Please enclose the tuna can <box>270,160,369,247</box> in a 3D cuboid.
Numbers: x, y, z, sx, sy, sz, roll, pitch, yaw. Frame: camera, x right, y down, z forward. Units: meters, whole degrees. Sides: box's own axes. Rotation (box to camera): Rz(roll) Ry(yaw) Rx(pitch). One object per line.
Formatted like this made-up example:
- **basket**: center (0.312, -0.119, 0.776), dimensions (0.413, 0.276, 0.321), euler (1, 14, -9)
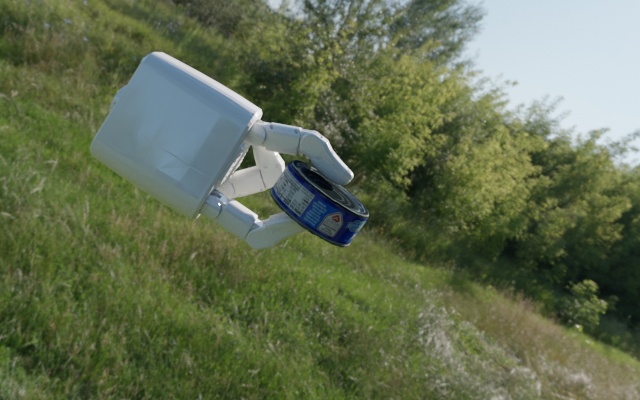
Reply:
- **tuna can**: center (0.000, 0.001, 0.420), dimensions (0.086, 0.034, 0.086), euler (34, 12, -8)
